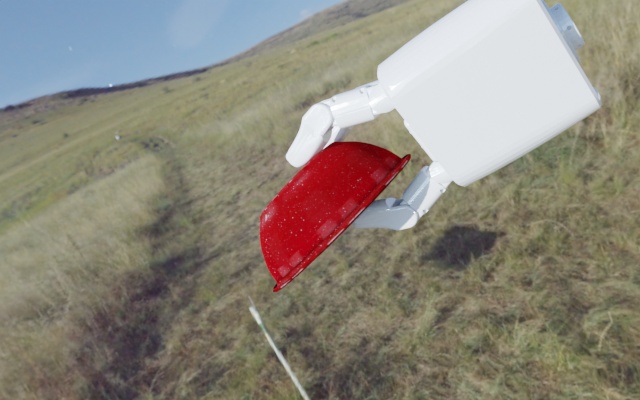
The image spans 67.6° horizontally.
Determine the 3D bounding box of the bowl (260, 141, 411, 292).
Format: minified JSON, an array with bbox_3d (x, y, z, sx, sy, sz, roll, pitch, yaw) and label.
[{"bbox_3d":[-0.001,0.002,0.406,0.055,0.162,0.162,44,1,1],"label":"bowl"}]
